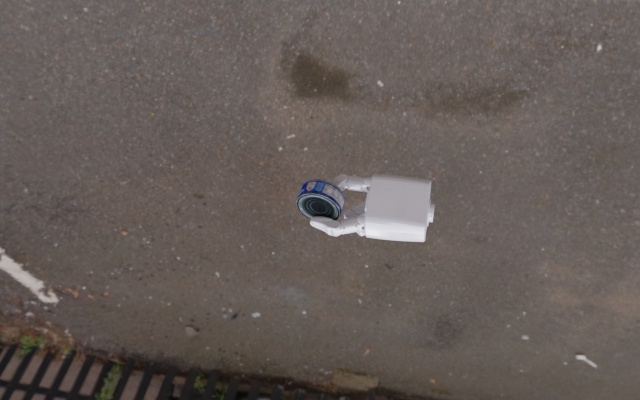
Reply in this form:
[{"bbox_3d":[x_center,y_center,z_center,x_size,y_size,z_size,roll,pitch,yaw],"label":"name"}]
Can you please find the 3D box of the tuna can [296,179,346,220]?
[{"bbox_3d":[0.000,0.003,0.862,0.086,0.033,0.086,13,-37,10],"label":"tuna can"}]
